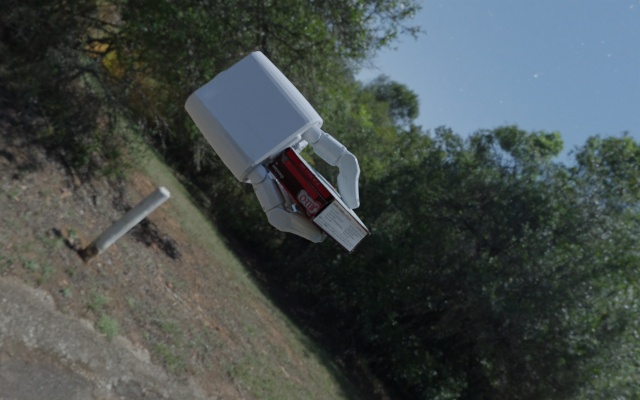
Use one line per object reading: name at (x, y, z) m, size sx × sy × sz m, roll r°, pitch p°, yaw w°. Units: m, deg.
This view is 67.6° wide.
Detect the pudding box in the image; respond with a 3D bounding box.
pudding box at (0.000, 0.002, 0.525) m, size 0.090 × 0.039 × 0.113 m, roll 51°, pitch 6°, yaw 34°
